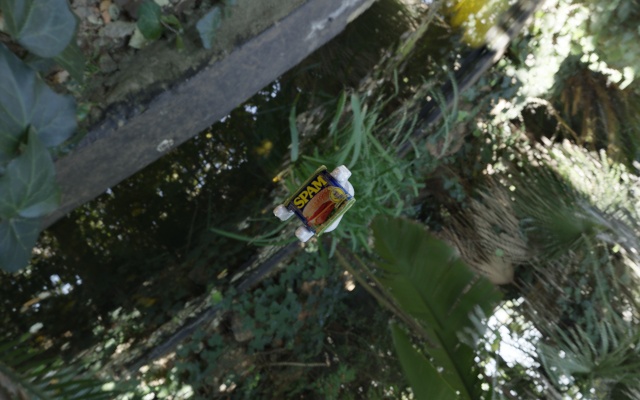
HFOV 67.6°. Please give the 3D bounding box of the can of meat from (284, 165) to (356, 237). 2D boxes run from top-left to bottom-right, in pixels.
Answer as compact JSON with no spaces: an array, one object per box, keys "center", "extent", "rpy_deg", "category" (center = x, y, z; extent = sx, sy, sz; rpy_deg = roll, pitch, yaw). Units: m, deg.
[{"center":[0.000,0.003,0.859],"extent":[0.102,0.084,0.057],"rpy_deg":[-44,-9,1],"category":"can of meat"}]
